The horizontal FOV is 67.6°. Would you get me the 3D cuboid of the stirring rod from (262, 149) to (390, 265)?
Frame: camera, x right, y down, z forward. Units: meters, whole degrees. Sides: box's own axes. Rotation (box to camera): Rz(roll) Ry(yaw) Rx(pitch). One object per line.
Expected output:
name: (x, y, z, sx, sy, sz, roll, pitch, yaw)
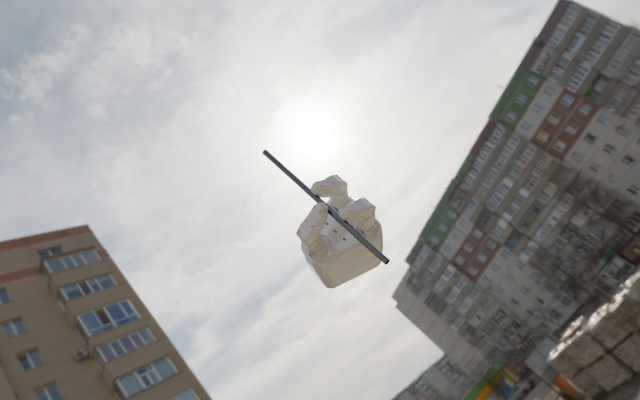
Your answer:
stirring rod: (0.000, 0.002, 0.619, 0.239, 0.011, 0.011, 42, 23, 28)
